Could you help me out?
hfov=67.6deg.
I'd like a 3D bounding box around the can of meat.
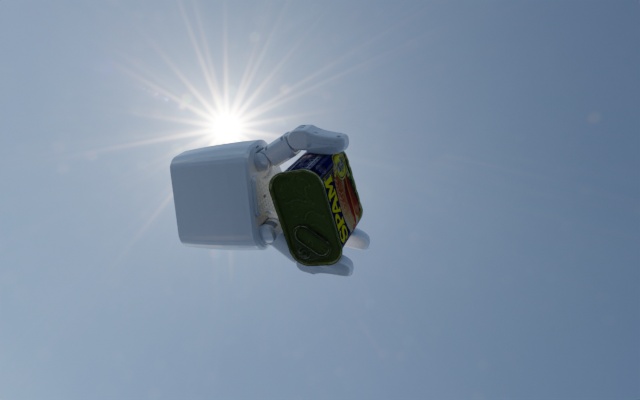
[{"bbox_3d":[0.000,0.001,0.487,0.057,0.102,0.084,-7,22,25],"label":"can of meat"}]
